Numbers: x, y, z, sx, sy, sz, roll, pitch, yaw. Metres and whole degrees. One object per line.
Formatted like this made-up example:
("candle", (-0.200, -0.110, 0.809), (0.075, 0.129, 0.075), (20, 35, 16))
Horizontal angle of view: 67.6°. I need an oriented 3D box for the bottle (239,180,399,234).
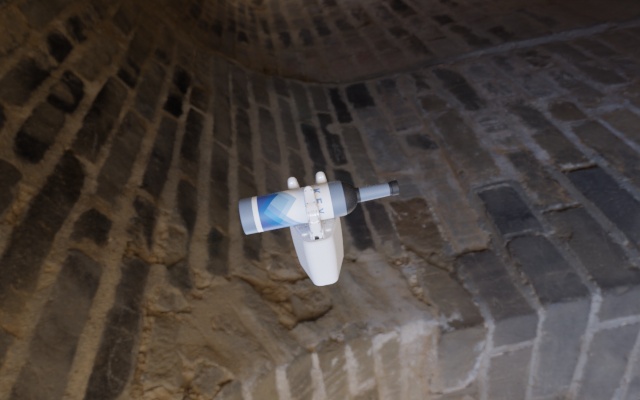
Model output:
("bottle", (0.000, 0.003, 0.891), (0.296, 0.069, 0.069), (-11, 0, -1))
